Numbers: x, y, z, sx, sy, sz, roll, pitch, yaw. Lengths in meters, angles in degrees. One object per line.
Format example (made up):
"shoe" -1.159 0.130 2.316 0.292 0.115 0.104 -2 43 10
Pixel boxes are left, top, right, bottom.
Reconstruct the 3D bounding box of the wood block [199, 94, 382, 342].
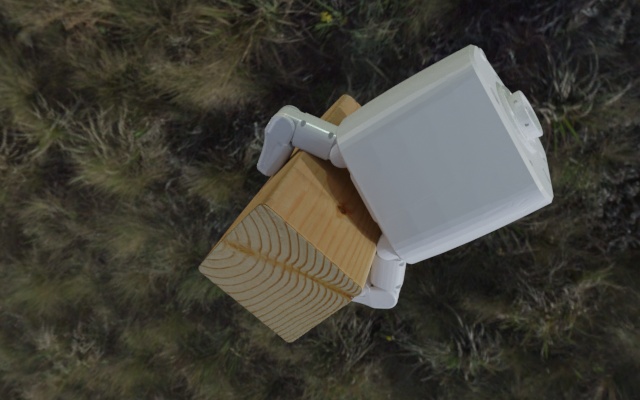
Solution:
"wood block" 0.000 0.001 0.407 0.090 0.091 0.206 -43 10 35
